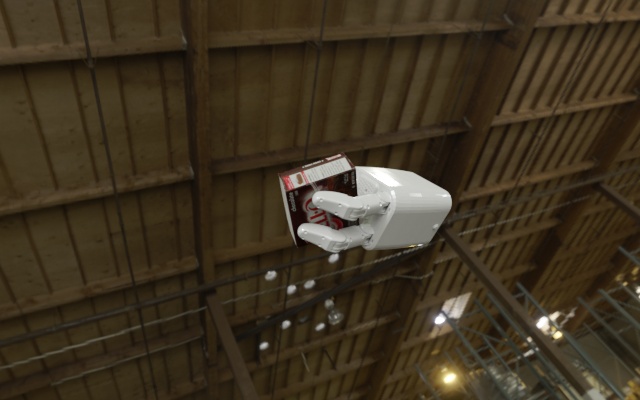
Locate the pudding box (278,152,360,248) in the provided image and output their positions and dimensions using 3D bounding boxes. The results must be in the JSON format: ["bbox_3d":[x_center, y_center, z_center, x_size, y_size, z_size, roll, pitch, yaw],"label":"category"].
[{"bbox_3d":[0.000,0.002,0.604,0.090,0.114,0.039,-20,46,-10],"label":"pudding box"}]
